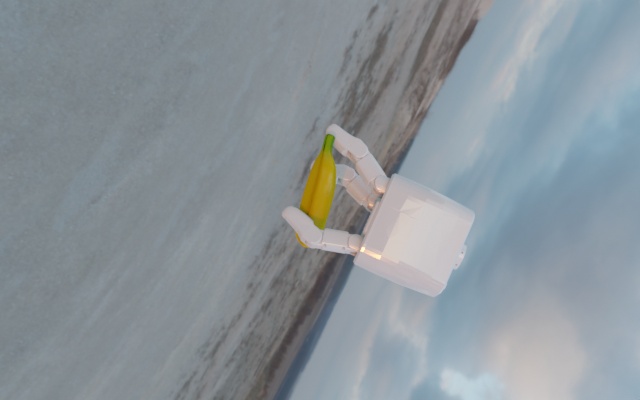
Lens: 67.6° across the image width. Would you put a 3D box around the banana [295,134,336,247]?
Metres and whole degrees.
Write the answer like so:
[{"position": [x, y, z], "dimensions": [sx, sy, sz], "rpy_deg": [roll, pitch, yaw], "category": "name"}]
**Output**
[{"position": [-0.006, 0.012, 0.614], "dimensions": [0.037, 0.198, 0.069], "rpy_deg": [22, 46, 6], "category": "banana"}]
